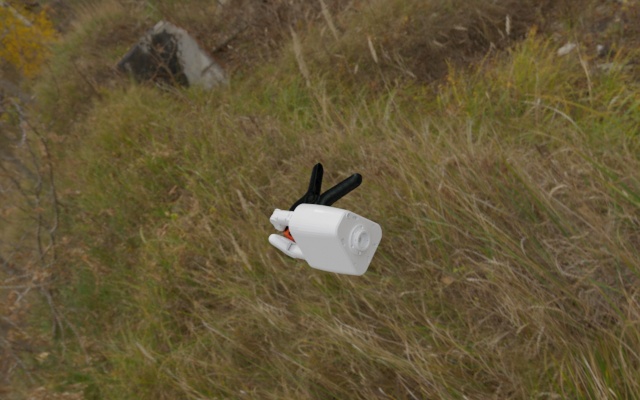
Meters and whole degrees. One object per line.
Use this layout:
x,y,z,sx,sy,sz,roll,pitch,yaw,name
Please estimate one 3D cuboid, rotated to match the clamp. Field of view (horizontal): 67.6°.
0.000,0.003,0.872,0.120,0.171,0.039,5,-31,46,clamp
